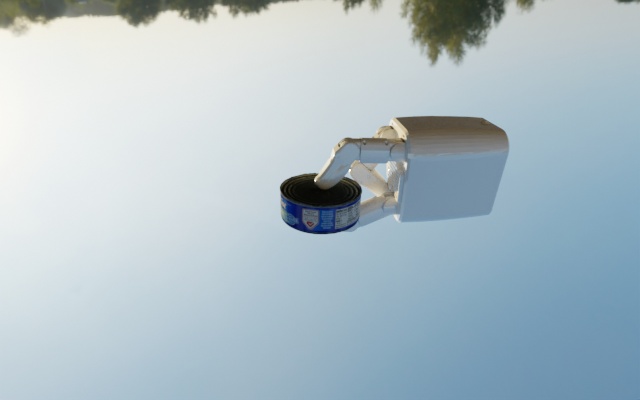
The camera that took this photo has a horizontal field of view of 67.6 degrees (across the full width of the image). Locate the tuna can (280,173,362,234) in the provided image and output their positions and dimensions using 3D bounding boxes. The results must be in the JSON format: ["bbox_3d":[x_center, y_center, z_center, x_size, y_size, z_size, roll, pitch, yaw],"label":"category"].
[{"bbox_3d":[0.000,0.002,0.503,0.086,0.034,0.086,2,25,-1],"label":"tuna can"}]
